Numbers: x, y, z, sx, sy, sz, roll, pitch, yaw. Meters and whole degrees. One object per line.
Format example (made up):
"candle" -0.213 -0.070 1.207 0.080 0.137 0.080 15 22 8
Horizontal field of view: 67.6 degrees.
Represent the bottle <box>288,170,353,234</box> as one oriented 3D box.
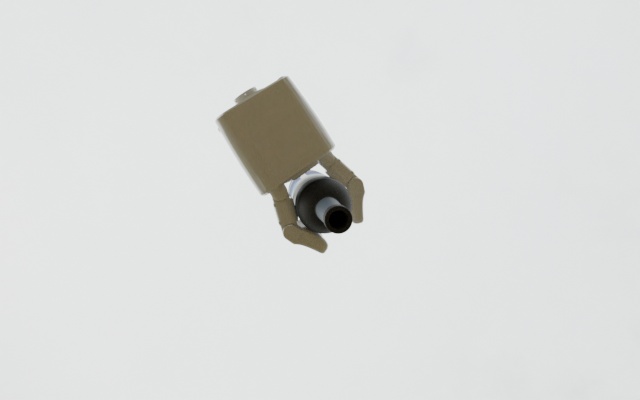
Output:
"bottle" 0.000 0.002 0.600 0.069 0.069 0.295 0 6 -7
